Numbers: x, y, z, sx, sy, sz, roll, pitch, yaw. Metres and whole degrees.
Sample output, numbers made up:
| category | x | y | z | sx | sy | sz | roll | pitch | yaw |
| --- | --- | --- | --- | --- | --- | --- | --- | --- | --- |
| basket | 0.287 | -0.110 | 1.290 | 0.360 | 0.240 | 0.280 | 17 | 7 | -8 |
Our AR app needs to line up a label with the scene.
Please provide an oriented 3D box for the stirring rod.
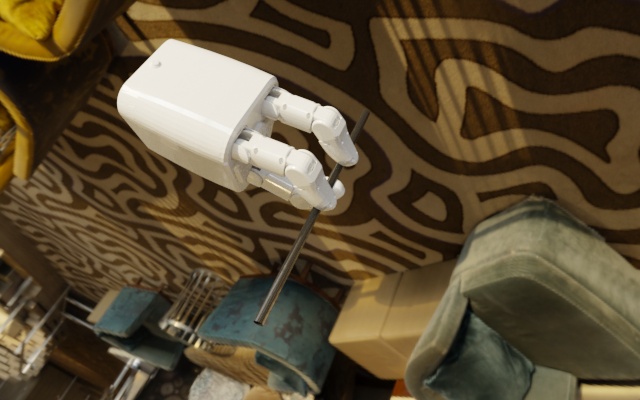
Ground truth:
| category | x | y | z | sx | sy | sz | roll | pitch | yaw |
| --- | --- | --- | --- | --- | --- | --- | --- | --- | --- |
| stirring rod | 0.000 | 0.001 | 0.420 | 0.011 | 0.239 | 0.011 | 19 | -33 | 13 |
